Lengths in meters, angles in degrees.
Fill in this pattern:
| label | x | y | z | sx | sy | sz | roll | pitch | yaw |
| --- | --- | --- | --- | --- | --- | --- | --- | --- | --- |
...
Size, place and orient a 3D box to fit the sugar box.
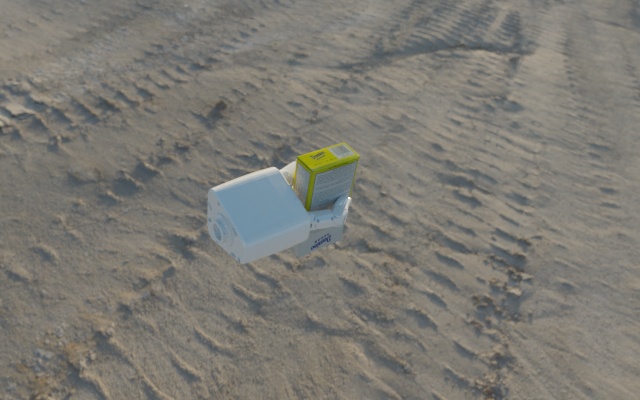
| label | x | y | z | sx | sy | sz | roll | pitch | yaw |
| --- | --- | --- | --- | --- | --- | --- | --- | --- | --- |
| sugar box | 0.000 | 0.002 | 0.743 | 0.093 | 0.176 | 0.048 | -19 | 50 | -33 |
